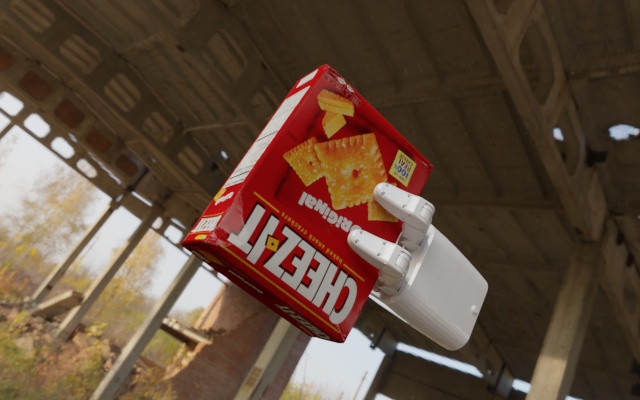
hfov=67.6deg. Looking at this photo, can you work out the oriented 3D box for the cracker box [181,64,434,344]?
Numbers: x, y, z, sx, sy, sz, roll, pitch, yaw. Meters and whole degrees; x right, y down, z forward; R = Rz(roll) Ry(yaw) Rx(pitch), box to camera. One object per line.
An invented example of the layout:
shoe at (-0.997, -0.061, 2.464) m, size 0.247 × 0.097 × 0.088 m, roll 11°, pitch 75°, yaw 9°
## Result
cracker box at (0.000, 0.001, 0.465) m, size 0.164 × 0.213 × 0.072 m, roll 40°, pitch -25°, yaw -21°
